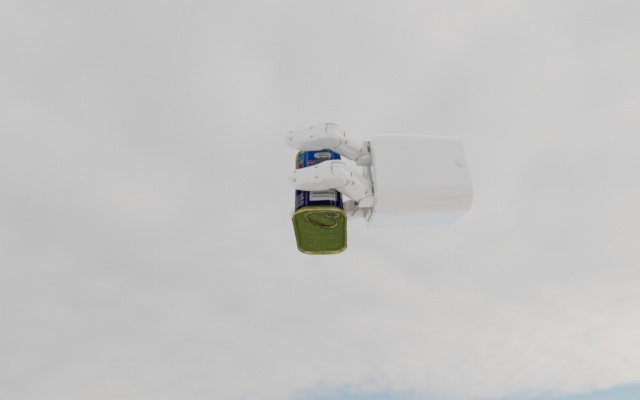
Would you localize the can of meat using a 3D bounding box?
[{"bbox_3d":[0.000,0.002,0.541,0.057,0.084,0.102,-2,-32,2],"label":"can of meat"}]
